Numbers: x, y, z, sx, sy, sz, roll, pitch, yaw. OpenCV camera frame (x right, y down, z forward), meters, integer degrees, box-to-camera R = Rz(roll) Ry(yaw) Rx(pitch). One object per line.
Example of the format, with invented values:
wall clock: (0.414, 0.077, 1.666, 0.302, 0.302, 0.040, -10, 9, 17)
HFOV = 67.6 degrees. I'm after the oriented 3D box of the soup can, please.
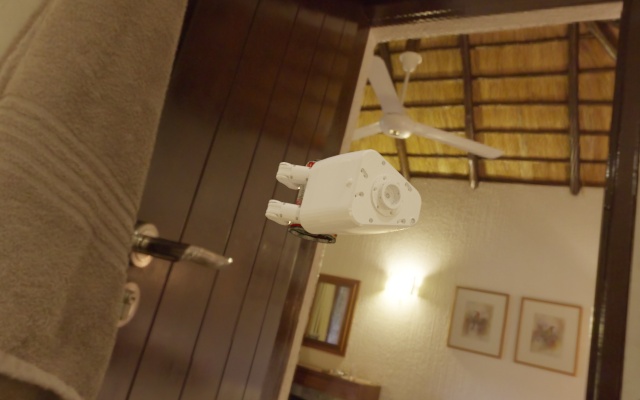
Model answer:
soup can: (0.000, 0.002, 0.670, 0.068, 0.102, 0.068, 13, -15, 4)
